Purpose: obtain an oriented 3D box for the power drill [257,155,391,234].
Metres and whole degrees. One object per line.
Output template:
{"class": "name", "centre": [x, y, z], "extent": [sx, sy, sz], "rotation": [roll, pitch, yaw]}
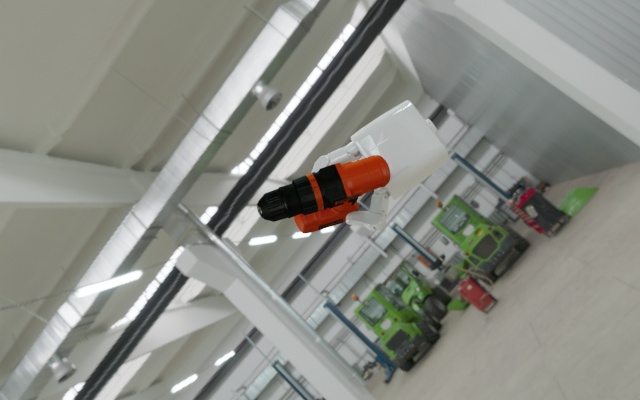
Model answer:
{"class": "power drill", "centre": [0.000, 0.002, 0.700], "extent": [0.184, 0.057, 0.188], "rotation": [-17, -11, -8]}
